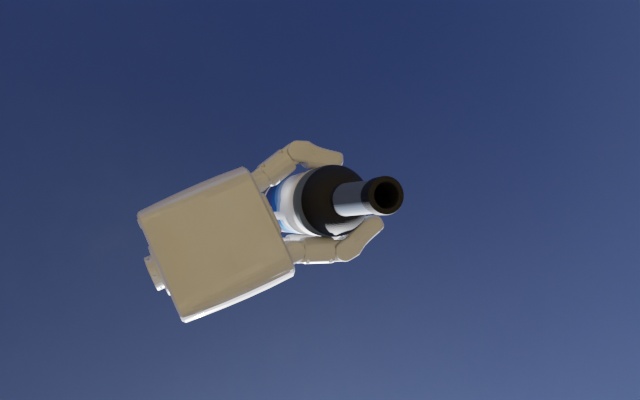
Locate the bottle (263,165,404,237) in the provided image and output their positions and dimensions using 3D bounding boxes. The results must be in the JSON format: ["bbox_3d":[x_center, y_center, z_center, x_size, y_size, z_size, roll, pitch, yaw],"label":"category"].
[{"bbox_3d":[0.000,0.001,0.472,0.069,0.069,0.296,0,-2,-18],"label":"bottle"}]
